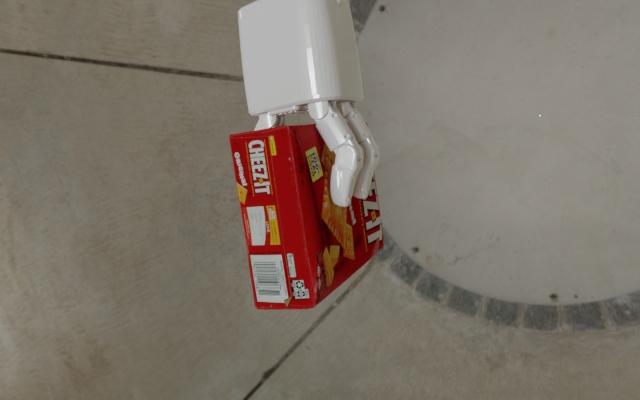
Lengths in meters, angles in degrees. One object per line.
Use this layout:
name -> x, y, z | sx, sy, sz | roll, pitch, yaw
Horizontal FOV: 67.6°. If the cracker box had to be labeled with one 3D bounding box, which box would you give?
cracker box -> 0.000, 0.002, 0.511 | 0.072, 0.164, 0.213 | -5, 7, 25
